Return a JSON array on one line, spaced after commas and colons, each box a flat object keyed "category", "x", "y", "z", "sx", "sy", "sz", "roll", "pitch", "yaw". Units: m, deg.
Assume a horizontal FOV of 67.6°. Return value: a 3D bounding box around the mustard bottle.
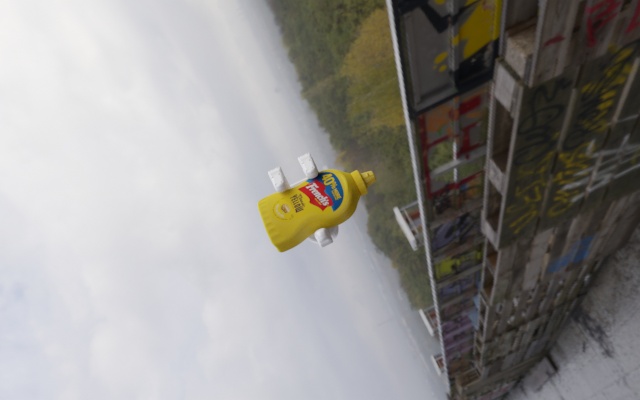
[{"category": "mustard bottle", "x": 0.000, "y": 0.002, "z": 0.766, "sx": 0.191, "sy": 0.096, "sz": 0.058, "roll": -26, "pitch": -36, "yaw": 1}]
